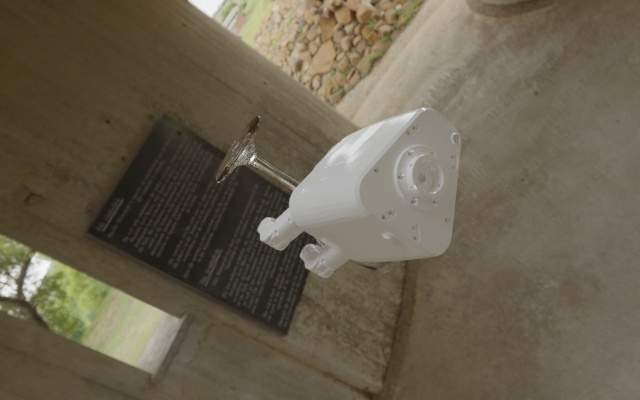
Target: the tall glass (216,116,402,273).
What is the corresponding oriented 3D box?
[{"bbox_3d":[-0.001,0.001,0.485,0.201,0.079,0.079,33,-13,-21],"label":"tall glass"}]
